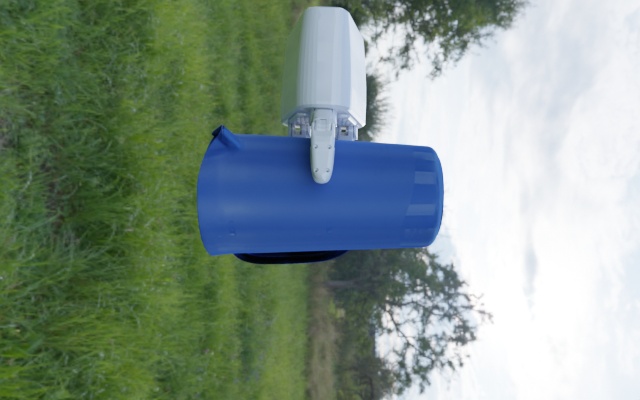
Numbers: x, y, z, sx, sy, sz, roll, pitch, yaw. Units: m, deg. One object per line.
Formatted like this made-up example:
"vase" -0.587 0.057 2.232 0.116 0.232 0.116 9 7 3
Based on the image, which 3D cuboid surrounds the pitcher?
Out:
"pitcher" 0.000 0.001 0.517 0.243 0.145 0.149 1 -4 1
